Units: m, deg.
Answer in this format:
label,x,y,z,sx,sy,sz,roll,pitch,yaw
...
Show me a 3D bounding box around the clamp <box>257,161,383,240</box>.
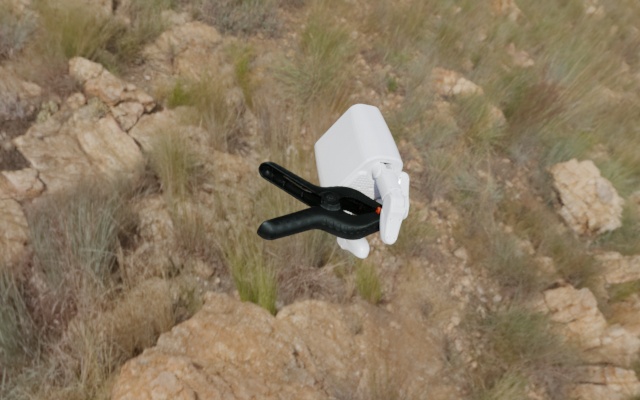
label,x,y,z,sx,sy,sz,roll,pitch,yaw
clamp,0.000,0.002,0.580,0.171,0.120,0.039,6,-41,-24
